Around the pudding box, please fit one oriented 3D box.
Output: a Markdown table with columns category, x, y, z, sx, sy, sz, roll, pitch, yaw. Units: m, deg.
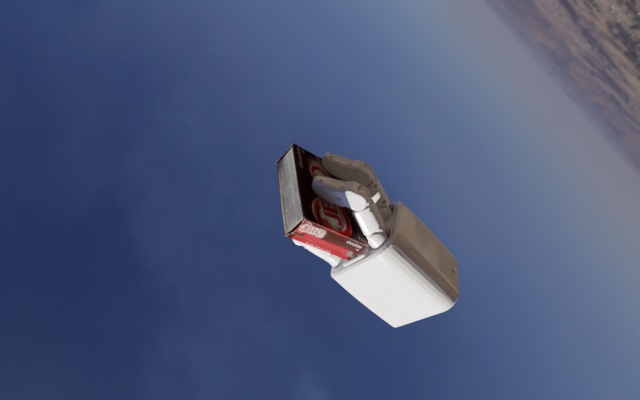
| category | x | y | z | sx | sy | sz | roll | pitch | yaw |
| --- | --- | --- | --- | --- | --- | --- | --- | --- | --- |
| pudding box | 0.000 | 0.002 | 0.524 | 0.090 | 0.113 | 0.039 | 26 | -55 | -35 |
